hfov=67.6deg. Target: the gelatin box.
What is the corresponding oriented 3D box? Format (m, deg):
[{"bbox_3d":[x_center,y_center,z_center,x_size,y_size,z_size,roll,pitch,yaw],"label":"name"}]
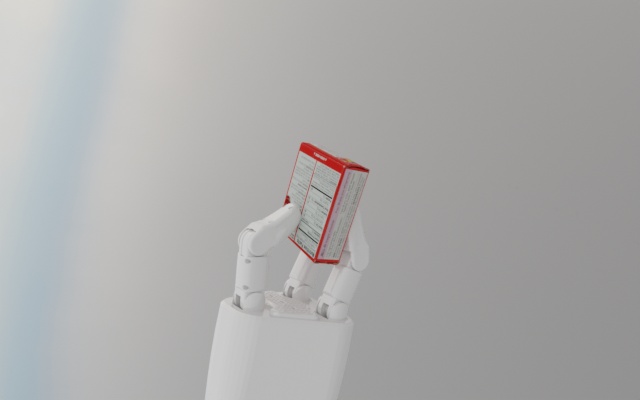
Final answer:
[{"bbox_3d":[0.000,0.001,0.421,0.030,0.089,0.073,6,17,-35],"label":"gelatin box"}]
